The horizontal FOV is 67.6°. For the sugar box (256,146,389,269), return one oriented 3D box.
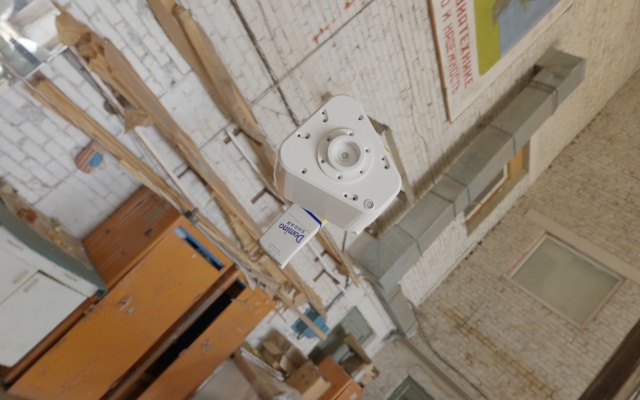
[{"bbox_3d":[0.000,0.001,0.562,0.176,0.048,0.093,-44,-4,-11],"label":"sugar box"}]
